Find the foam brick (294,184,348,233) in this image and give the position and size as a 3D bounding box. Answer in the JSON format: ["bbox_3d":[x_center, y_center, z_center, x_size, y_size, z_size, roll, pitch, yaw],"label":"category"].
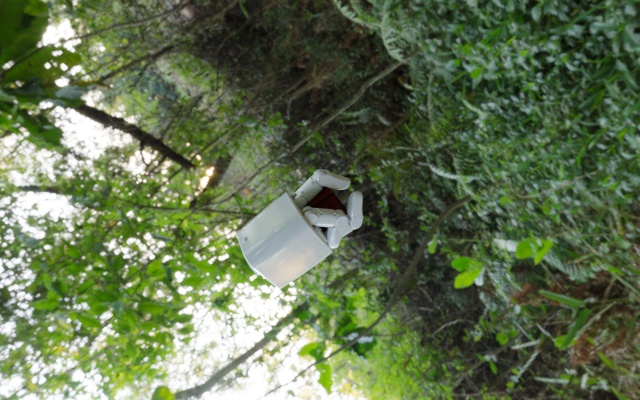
[{"bbox_3d":[0.000,0.002,0.773,0.051,0.053,0.078,-38,32,1],"label":"foam brick"}]
